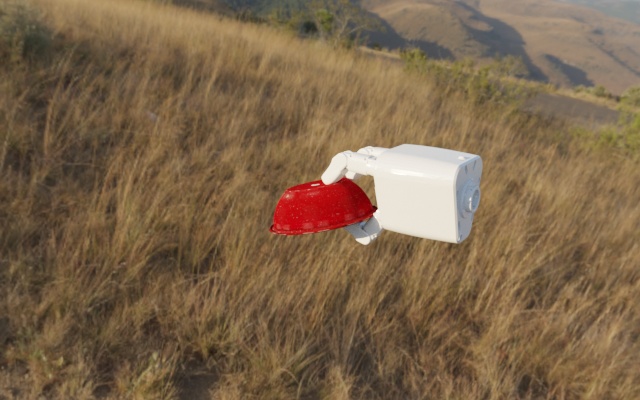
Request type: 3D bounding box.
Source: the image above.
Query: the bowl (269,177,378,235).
[{"bbox_3d":[-0.001,0.002,0.693,0.162,0.055,0.162,-11,8,2],"label":"bowl"}]
